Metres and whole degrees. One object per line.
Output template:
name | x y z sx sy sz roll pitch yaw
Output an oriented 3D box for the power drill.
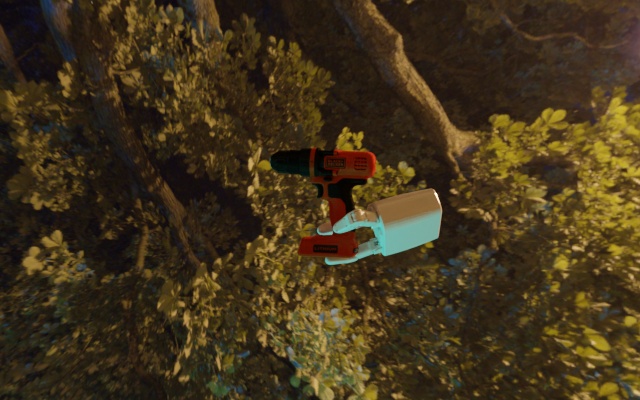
power drill | 0.000 0.003 0.825 0.184 0.187 0.057 2 2 10
